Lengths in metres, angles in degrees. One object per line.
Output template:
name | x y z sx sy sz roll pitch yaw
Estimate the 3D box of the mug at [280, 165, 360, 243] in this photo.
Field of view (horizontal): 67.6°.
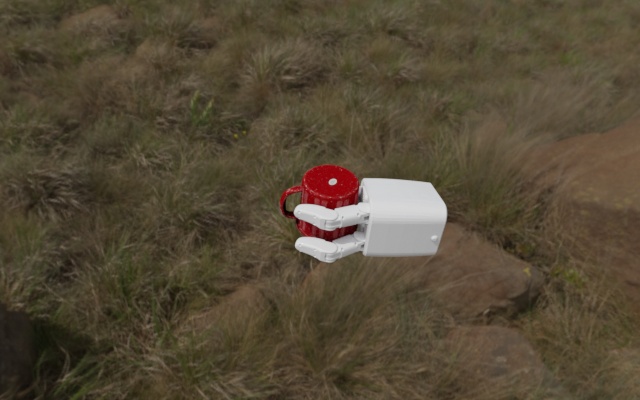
mug | -0.001 0.002 0.688 0.117 0.082 0.093 1 39 -5
